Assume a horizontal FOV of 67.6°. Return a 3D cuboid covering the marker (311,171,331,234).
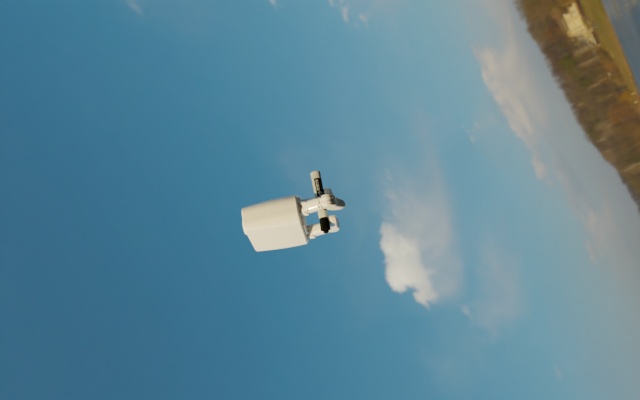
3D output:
[{"bbox_3d":[0.000,0.003,0.887,0.020,0.121,0.020,-9,-19,-3],"label":"marker"}]
